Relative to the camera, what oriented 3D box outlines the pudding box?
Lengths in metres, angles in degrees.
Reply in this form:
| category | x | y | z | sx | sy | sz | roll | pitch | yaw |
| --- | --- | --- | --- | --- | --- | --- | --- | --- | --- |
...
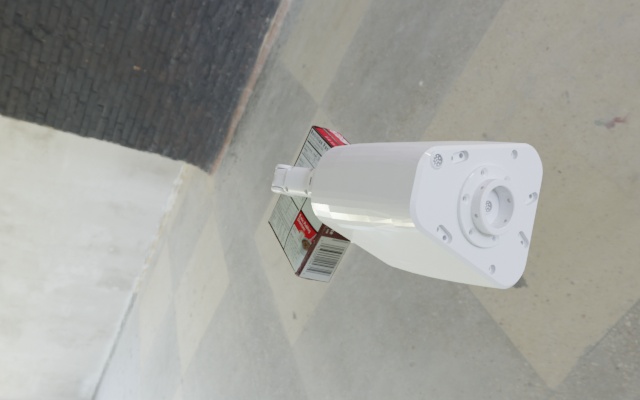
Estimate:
| category | x | y | z | sx | sy | sz | roll | pitch | yaw |
| --- | --- | --- | --- | --- | --- | --- | --- | --- | --- |
| pudding box | 0.000 | 0.001 | 0.430 | 0.039 | 0.113 | 0.090 | 15 | 24 | -31 |
